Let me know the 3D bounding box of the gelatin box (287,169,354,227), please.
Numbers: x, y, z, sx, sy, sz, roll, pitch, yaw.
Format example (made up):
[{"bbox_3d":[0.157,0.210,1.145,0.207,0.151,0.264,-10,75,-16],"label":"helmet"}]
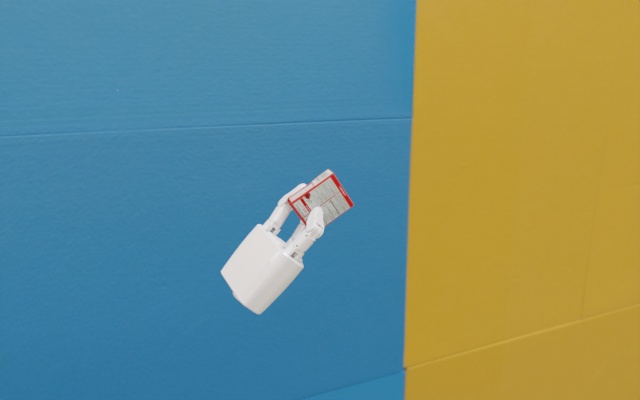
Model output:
[{"bbox_3d":[0.001,0.003,0.804,0.089,0.073,0.030,-36,26,-1],"label":"gelatin box"}]
